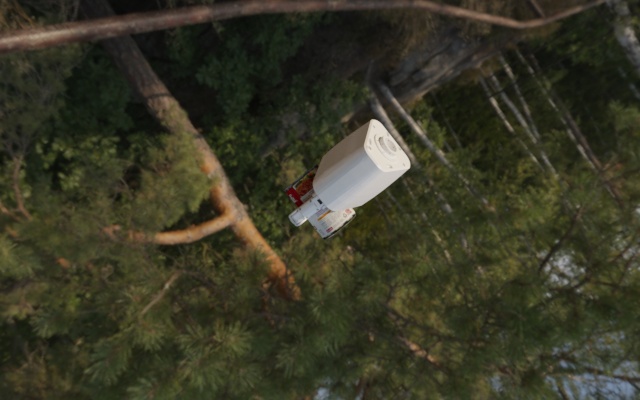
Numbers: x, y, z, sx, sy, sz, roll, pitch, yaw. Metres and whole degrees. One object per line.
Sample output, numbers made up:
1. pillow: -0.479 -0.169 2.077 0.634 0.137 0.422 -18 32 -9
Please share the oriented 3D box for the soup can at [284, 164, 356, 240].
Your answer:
1. soup can: 0.000 0.003 0.761 0.068 0.102 0.068 -39 2 2
